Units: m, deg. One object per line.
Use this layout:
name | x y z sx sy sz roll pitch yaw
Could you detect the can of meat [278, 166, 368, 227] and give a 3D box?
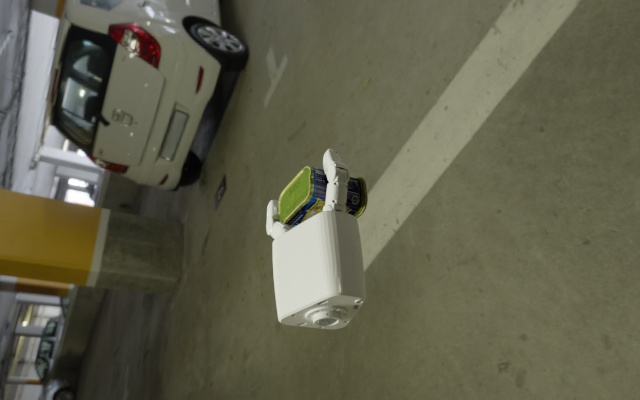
can of meat | 0.000 0.002 0.645 0.084 0.057 0.102 13 -35 -26
